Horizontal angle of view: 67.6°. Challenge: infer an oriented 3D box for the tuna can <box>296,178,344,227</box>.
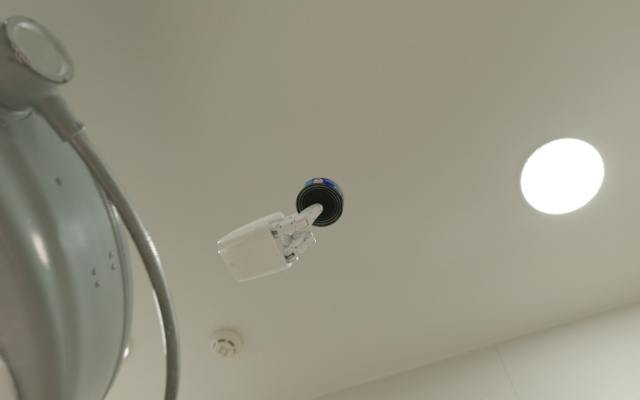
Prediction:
[{"bbox_3d":[0.000,0.003,0.863,0.086,0.086,0.033,0,24,9],"label":"tuna can"}]
